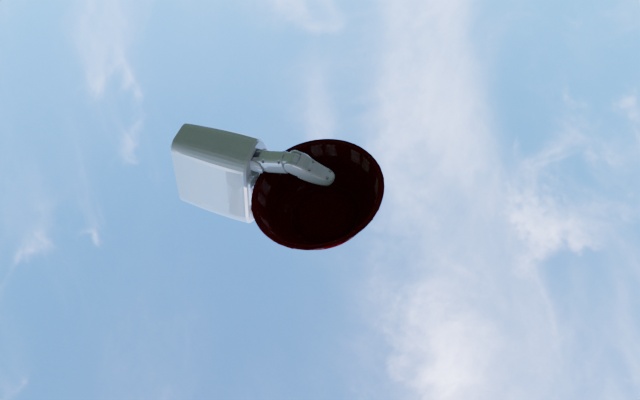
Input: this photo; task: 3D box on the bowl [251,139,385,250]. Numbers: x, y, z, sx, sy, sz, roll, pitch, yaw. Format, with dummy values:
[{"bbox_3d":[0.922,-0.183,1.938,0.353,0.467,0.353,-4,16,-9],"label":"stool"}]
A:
[{"bbox_3d":[0.001,0.003,0.583,0.162,0.162,0.055,0,-35,15],"label":"bowl"}]
